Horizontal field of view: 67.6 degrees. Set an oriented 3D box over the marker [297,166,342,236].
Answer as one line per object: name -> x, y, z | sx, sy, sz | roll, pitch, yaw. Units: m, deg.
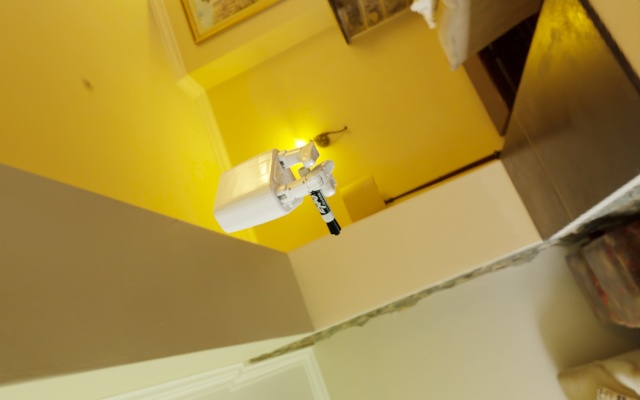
marker -> 0.000, 0.002, 0.716 | 0.020, 0.121, 0.020 | -24, 22, 10
